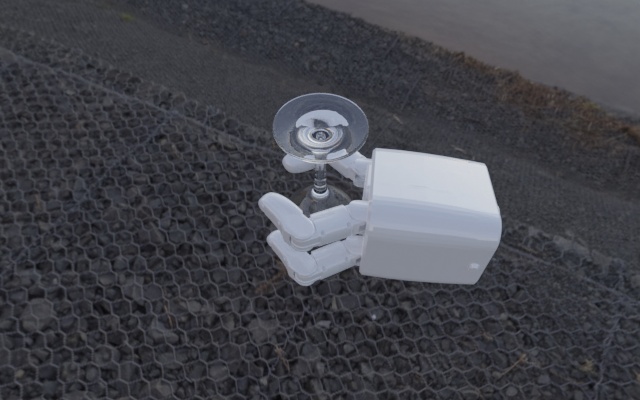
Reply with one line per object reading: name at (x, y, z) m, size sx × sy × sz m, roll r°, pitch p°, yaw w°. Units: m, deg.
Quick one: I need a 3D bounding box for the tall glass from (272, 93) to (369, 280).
tall glass at (0.000, 0.001, 0.445) m, size 0.079 × 0.079 × 0.201 m, roll 0°, pitch -36°, yaw -1°
